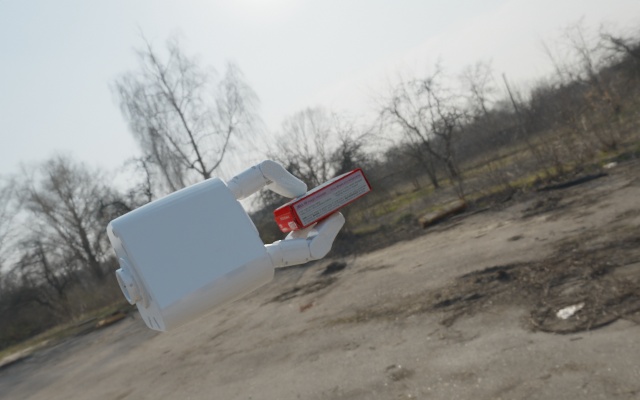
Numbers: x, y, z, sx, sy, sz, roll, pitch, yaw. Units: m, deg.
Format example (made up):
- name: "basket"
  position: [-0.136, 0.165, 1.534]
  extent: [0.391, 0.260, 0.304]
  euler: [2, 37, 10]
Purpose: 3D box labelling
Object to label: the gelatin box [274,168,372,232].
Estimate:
- name: "gelatin box"
  position: [0.000, 0.001, 0.505]
  extent: [0.089, 0.030, 0.073]
  euler: [-29, 4, -19]
